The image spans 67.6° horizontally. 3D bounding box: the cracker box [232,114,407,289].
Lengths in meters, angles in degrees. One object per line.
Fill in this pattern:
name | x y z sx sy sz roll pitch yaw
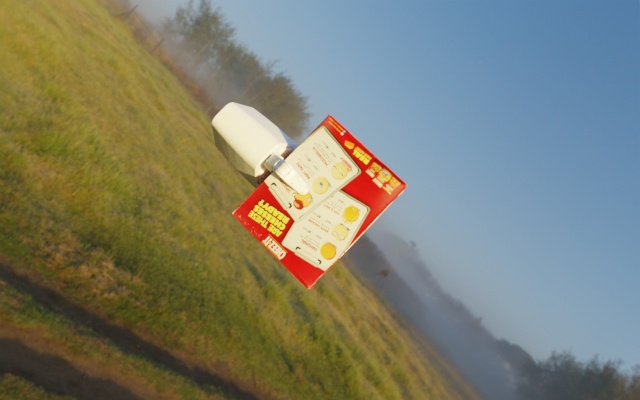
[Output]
cracker box | 0.000 0.002 0.738 0.164 0.213 0.072 43 -3 9
